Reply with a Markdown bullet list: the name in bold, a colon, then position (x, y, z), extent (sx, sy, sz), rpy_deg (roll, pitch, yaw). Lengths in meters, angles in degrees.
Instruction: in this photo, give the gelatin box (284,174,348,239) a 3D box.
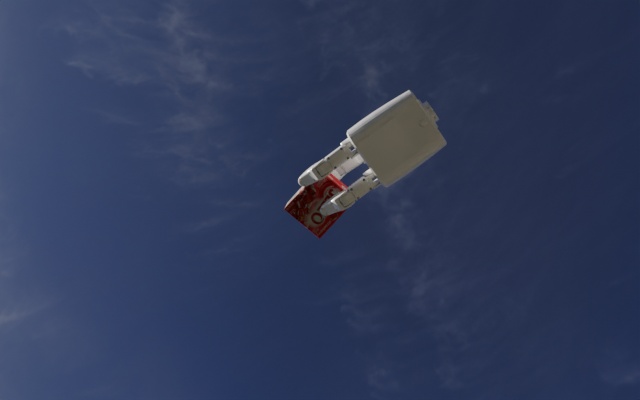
- **gelatin box**: position (0.000, 0.002, 0.731), extent (0.073, 0.089, 0.030), rpy_deg (40, 21, -7)
